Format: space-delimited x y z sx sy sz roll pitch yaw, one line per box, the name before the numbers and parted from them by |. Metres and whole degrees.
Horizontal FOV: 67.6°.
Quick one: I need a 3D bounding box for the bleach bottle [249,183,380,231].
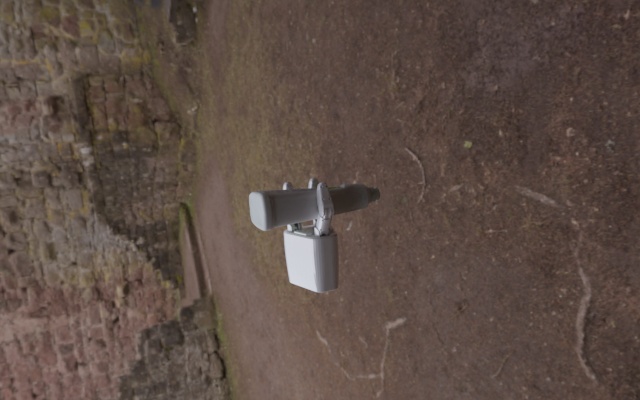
bleach bottle | 0.000 0.003 0.894 0.251 0.068 0.102 -7 9 -22
